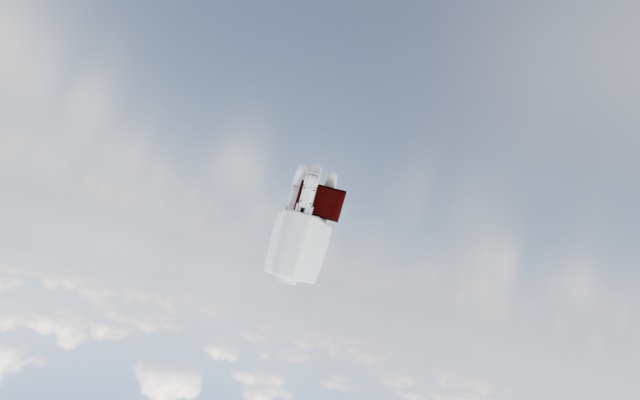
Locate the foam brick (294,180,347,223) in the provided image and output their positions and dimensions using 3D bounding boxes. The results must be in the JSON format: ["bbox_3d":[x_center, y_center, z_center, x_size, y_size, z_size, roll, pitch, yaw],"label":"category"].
[{"bbox_3d":[0.000,0.003,0.810,0.078,0.051,0.053,14,-7,4],"label":"foam brick"}]
